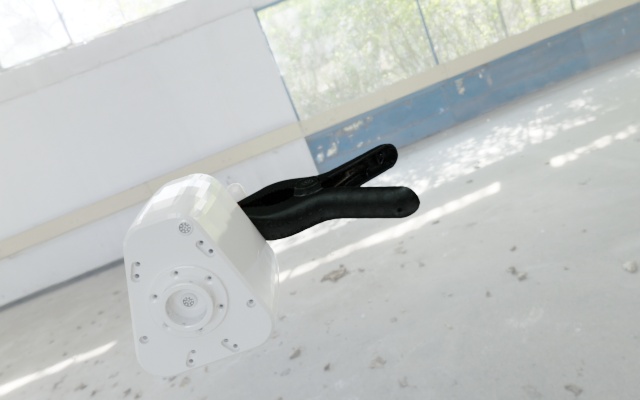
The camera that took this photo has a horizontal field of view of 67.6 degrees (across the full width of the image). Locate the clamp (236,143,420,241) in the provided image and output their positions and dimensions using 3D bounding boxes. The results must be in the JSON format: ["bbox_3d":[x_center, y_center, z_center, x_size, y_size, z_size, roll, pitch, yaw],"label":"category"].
[{"bbox_3d":[0.000,0.001,0.405,0.171,0.039,0.120,-21,19,0],"label":"clamp"}]
